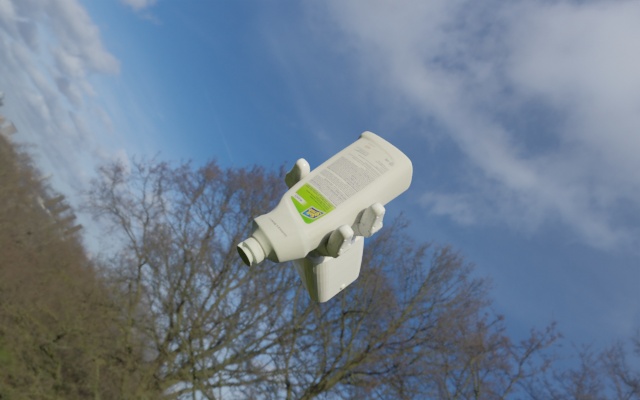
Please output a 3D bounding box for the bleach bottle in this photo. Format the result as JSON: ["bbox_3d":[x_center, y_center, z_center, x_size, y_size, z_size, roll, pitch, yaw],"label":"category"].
[{"bbox_3d":[0.000,0.002,0.618,0.250,0.068,0.102,-32,52,-26],"label":"bleach bottle"}]
